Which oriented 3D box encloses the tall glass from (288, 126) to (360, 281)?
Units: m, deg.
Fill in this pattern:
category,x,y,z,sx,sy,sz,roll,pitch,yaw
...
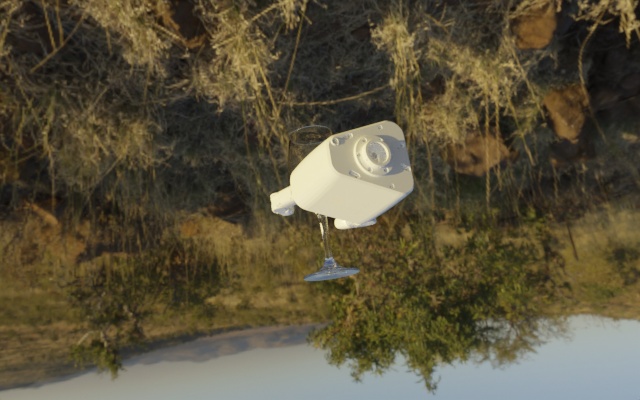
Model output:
category,x,y,z,sx,sy,sz,roll,pitch,yaw
tall glass,0.000,0.003,0.645,0.079,0.201,0.079,-8,-16,-2
